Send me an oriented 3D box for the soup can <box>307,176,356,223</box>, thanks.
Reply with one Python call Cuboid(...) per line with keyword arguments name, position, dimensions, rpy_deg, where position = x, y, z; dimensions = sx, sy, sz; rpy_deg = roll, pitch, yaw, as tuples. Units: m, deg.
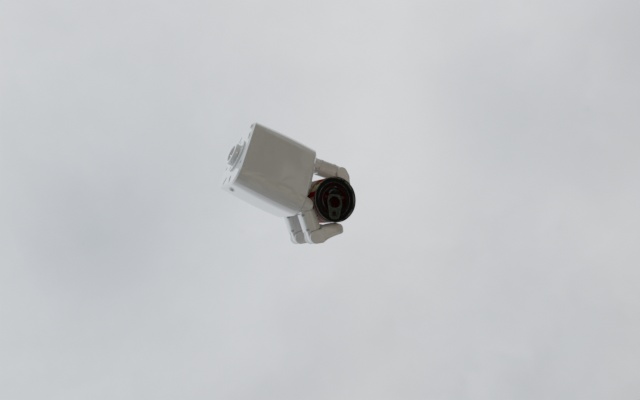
Cuboid(name="soup can", position=(0.000, 0.003, 0.740), dimensions=(0.068, 0.068, 0.102), rpy_deg=(0, -5, -27))
